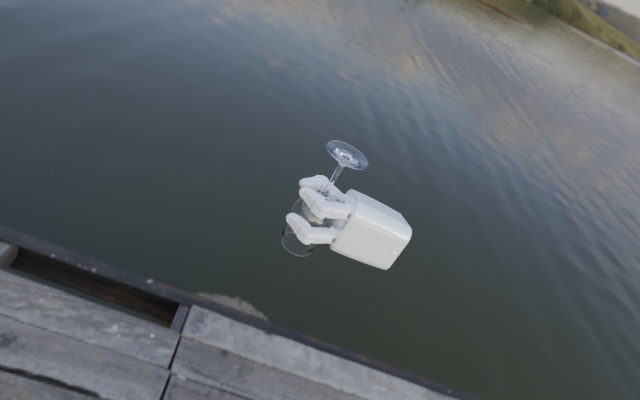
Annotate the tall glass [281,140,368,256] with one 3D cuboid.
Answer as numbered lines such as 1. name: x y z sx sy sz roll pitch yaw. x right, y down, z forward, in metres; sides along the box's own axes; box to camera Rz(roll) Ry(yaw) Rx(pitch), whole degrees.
1. tall glass: 0.000 0.002 0.797 0.079 0.201 0.079 22 31 -14
